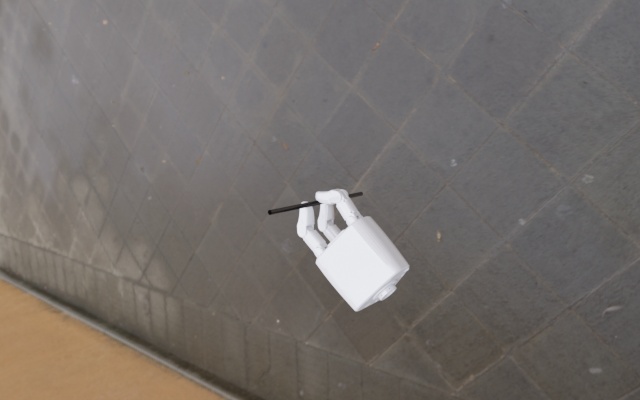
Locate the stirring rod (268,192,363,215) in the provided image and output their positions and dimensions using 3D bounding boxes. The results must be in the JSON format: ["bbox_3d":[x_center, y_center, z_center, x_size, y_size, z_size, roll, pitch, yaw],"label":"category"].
[{"bbox_3d":[0.000,0.003,0.816,0.011,0.011,0.239,0,7,40],"label":"stirring rod"}]
